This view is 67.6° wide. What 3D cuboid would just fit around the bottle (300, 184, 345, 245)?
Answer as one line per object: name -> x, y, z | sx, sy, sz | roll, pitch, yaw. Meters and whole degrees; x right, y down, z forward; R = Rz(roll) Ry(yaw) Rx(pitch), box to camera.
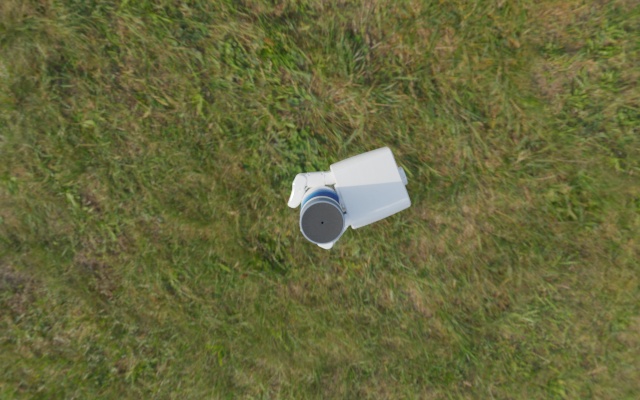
bottle -> 0.000, 0.003, 0.840 | 0.069, 0.069, 0.295 | 0, 12, -1
